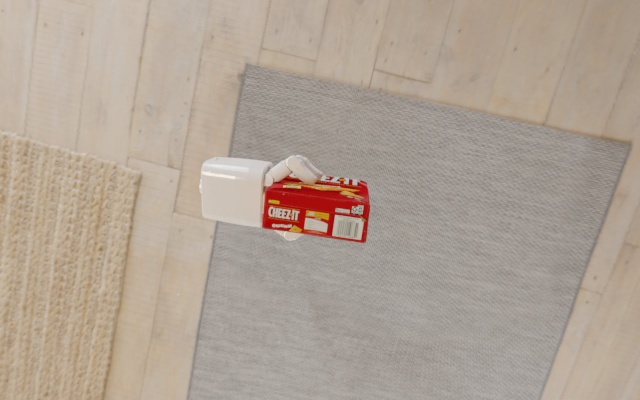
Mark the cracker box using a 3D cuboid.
[{"bbox_3d":[0.000,0.003,0.825,0.164,0.072,0.213,8,12,3],"label":"cracker box"}]
